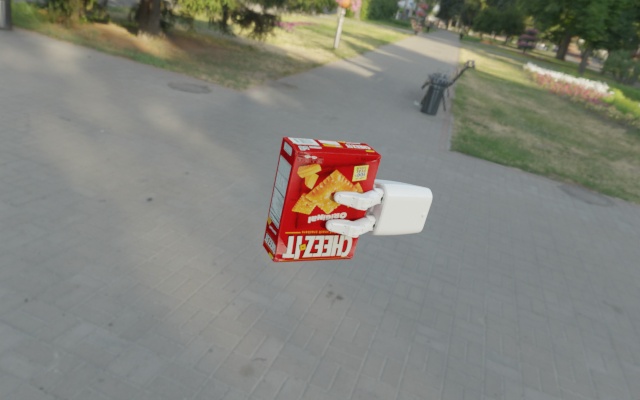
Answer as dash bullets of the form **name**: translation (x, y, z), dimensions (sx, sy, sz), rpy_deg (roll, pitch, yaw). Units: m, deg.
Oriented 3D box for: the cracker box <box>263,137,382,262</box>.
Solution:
- **cracker box**: translation (0.000, 0.003, 0.846), dimensions (0.164, 0.214, 0.072), rpy_deg (1, 26, -26)
